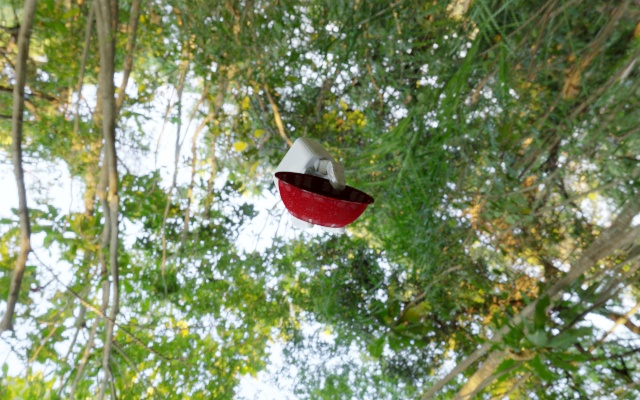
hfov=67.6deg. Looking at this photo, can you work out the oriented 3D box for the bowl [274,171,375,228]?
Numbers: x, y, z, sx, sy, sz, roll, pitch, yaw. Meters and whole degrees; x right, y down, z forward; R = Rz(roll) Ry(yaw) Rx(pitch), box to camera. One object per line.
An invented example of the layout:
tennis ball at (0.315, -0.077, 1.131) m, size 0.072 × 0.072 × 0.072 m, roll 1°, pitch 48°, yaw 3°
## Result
bowl at (0.000, 0.003, 0.746) m, size 0.162 × 0.055 × 0.162 m, roll 15°, pitch 11°, yaw -3°
